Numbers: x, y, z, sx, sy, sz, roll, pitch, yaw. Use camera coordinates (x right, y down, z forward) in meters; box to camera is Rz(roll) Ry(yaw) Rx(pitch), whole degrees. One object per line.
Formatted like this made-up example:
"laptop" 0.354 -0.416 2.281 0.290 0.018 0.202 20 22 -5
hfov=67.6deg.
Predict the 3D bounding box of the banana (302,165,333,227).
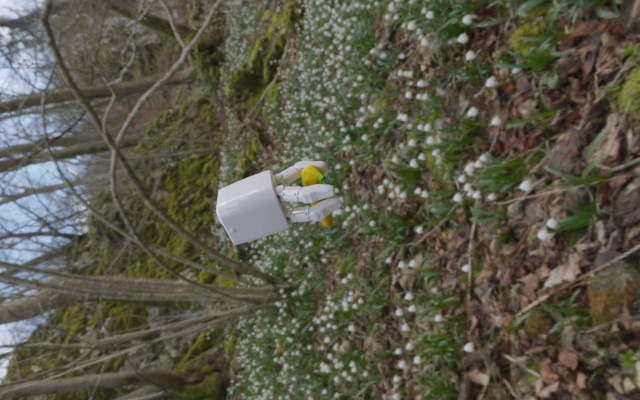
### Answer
"banana" -0.006 -0.014 0.893 0.037 0.069 0.198 -20 -26 -3
